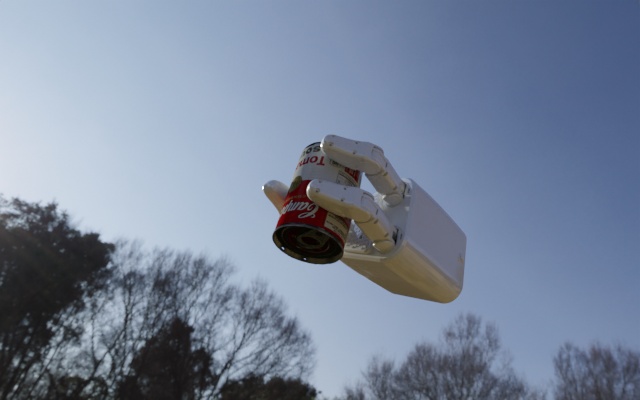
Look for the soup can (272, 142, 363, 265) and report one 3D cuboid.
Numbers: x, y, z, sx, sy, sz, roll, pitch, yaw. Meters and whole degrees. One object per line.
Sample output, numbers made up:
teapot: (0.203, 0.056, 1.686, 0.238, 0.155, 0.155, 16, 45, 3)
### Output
soup can: (0.000, 0.001, 0.465, 0.068, 0.102, 0.069, 11, -33, 8)
